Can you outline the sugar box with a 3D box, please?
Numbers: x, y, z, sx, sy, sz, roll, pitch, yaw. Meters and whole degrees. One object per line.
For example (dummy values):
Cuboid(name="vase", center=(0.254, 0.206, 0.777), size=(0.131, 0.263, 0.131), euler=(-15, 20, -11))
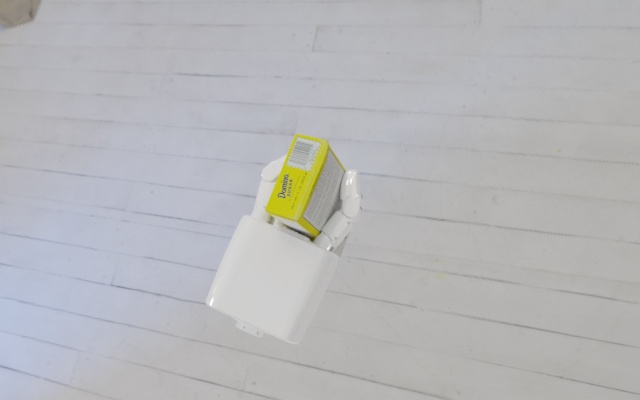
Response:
Cuboid(name="sugar box", center=(0.000, 0.002, 0.566), size=(0.048, 0.093, 0.176), euler=(17, -13, 20))
